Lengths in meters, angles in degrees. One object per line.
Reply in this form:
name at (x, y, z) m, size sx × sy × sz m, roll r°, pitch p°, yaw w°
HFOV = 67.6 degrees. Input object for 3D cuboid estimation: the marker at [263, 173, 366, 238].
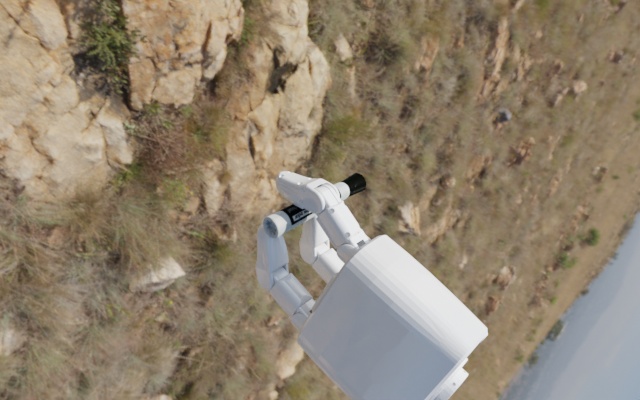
marker at (0.000, 0.001, 0.424) m, size 0.020 × 0.020 × 0.121 m, roll 0°, pitch 20°, yaw 46°
